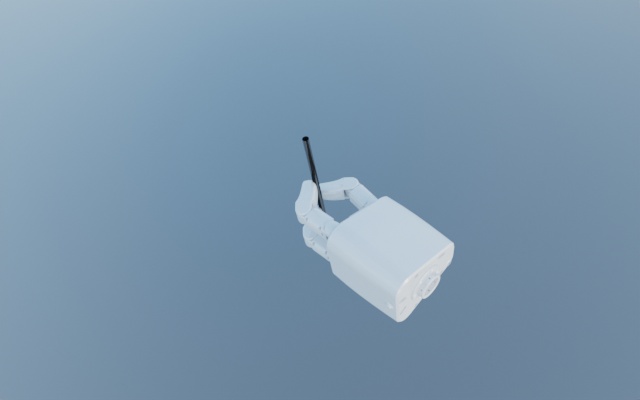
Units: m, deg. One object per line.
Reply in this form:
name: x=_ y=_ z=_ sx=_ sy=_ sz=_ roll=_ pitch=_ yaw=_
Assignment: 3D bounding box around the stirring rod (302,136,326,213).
stirring rod: x=0.000 y=0.002 z=0.645 sx=0.011 sy=0.011 sz=0.240 roll=0 pitch=-38 yaw=11
